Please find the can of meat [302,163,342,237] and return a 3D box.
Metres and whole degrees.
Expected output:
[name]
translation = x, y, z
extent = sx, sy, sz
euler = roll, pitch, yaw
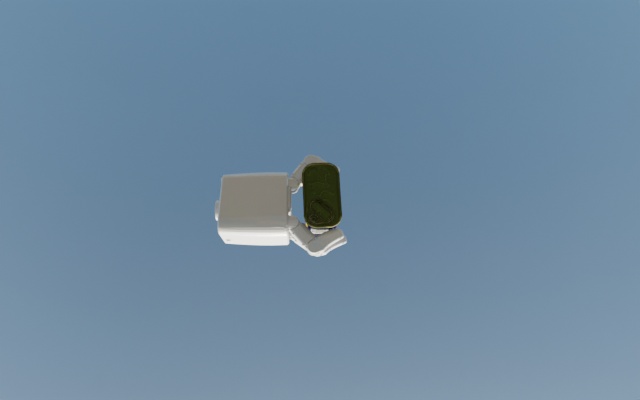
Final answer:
[can of meat]
translation = 0.000, 0.002, 0.754
extent = 0.057, 0.102, 0.084
euler = -2, -16, -4
